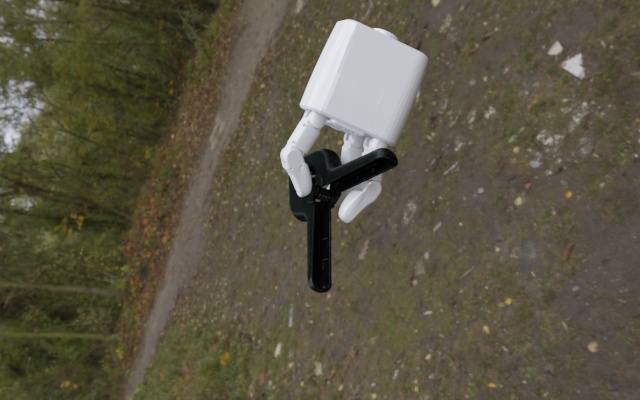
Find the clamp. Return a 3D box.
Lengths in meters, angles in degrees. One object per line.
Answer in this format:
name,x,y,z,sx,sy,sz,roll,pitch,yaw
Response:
clamp,-0.001,0.001,0.561,0.036,0.164,0.210,23,4,-26
